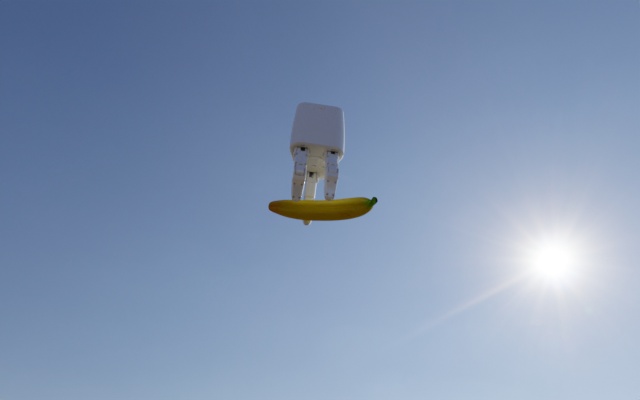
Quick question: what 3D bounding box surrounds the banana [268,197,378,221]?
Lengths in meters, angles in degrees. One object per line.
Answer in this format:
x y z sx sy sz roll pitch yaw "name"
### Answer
0.009 0.011 0.845 0.198 0.037 0.070 -5 -30 17 "banana"
